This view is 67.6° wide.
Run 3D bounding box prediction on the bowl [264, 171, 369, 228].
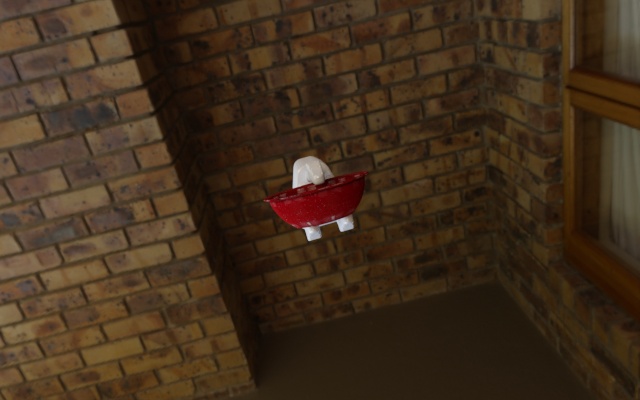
[{"bbox_3d":[0.000,0.003,0.715,0.162,0.055,0.162,-15,5,1],"label":"bowl"}]
